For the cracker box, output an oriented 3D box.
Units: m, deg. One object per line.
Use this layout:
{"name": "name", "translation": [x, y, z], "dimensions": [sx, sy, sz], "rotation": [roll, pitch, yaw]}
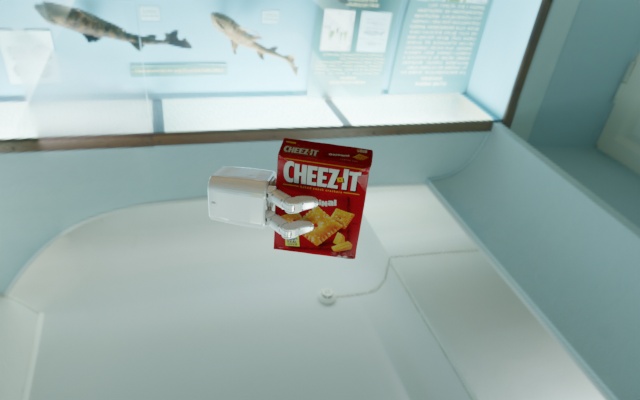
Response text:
{"name": "cracker box", "translation": [0.000, 0.003, 0.889], "dimensions": [0.164, 0.214, 0.072], "rotation": [8, 34, 2]}
